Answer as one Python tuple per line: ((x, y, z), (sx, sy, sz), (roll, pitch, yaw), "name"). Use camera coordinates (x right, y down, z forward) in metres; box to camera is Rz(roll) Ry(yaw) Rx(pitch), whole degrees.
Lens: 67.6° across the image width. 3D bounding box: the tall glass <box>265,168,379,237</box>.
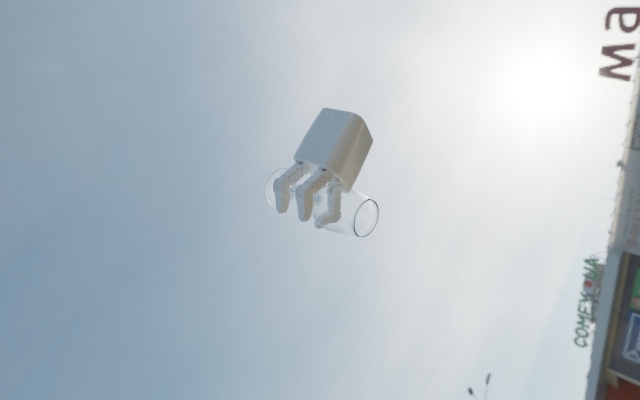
((0.000, 0.003, 0.799), (0.201, 0.079, 0.079), (20, 13, 40), "tall glass")
